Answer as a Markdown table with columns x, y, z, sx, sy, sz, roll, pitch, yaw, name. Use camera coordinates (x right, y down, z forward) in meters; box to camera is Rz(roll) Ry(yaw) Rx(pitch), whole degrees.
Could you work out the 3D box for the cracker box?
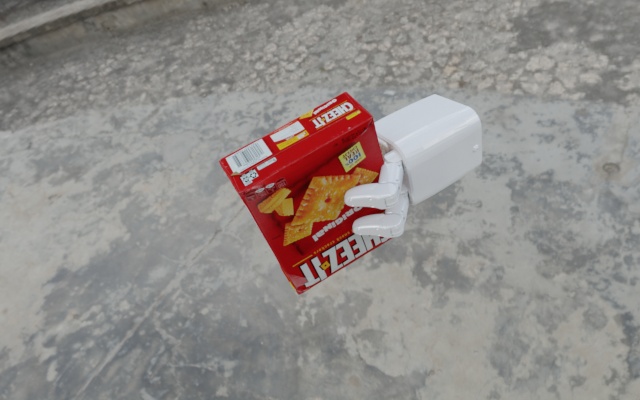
| x | y | z | sx | sy | sz | roll | pitch | yaw | name |
| --- | --- | --- | --- | --- | --- | --- | --- | --- | --- |
| 0.000 | 0.002 | 0.579 | 0.164 | 0.214 | 0.072 | -30 | 47 | -7 | cracker box |
